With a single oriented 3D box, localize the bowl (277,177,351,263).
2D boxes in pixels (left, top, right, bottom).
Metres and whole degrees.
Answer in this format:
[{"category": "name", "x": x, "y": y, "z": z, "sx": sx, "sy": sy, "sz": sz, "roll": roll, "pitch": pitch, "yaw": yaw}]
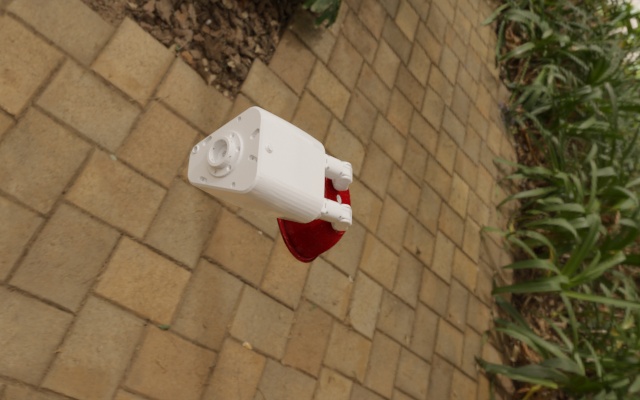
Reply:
[{"category": "bowl", "x": 0.001, "y": 0.002, "z": 0.646, "sx": 0.055, "sy": 0.162, "sz": 0.162, "roll": -6, "pitch": -3, "yaw": 23}]
